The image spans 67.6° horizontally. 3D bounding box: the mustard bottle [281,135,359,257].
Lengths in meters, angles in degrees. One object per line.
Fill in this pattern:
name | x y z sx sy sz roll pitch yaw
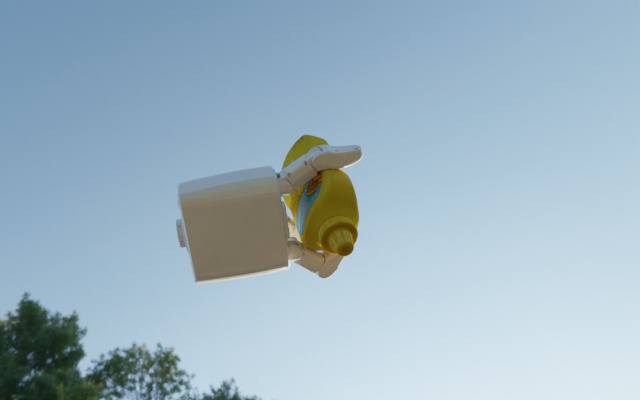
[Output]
mustard bottle | 0.000 0.002 0.554 0.058 0.096 0.191 13 25 -23
